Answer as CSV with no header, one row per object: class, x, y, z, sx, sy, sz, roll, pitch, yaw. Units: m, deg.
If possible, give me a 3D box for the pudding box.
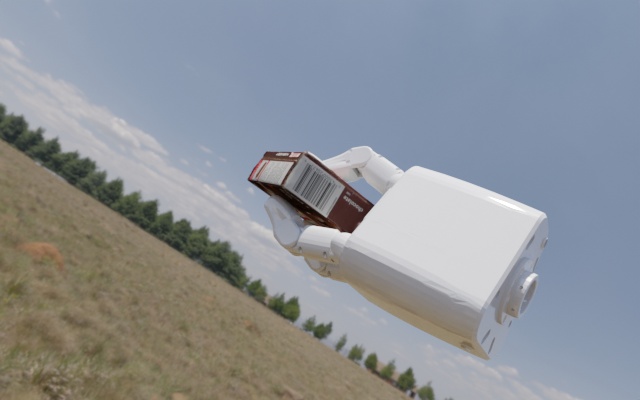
pudding box,0.000,0.001,0.427,0.113,0.039,0.090,39,-12,-24
